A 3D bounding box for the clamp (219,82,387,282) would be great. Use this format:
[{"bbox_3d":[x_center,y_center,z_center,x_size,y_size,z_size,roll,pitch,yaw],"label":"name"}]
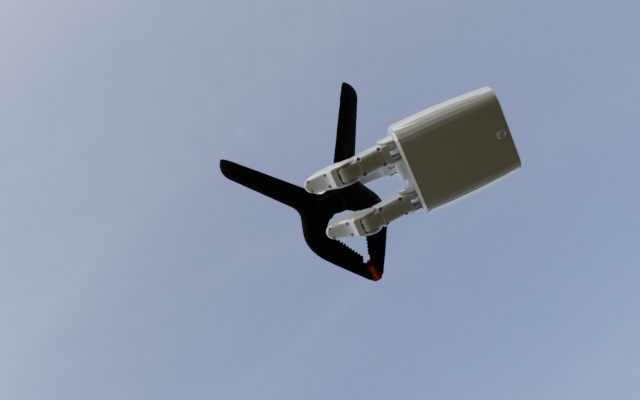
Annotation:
[{"bbox_3d":[0.001,0.002,0.520,0.164,0.210,0.036,-24,12,7],"label":"clamp"}]
